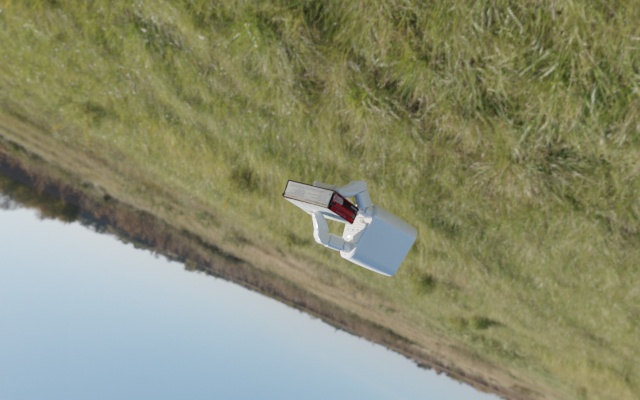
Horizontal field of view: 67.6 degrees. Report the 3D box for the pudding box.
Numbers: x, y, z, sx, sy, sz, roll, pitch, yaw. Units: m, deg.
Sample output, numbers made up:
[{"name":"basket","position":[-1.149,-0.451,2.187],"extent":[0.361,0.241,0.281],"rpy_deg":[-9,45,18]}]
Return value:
[{"name":"pudding box","position":[0.000,0.003,0.866],"extent":[0.113,0.039,0.090],"rpy_deg":[12,-15,37]}]
